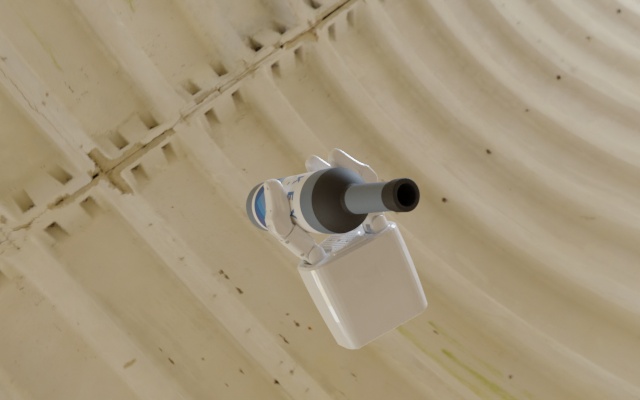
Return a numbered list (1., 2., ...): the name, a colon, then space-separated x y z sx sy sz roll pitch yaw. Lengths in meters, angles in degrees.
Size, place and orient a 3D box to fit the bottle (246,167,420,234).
1. bottle: 0.000 0.002 0.506 0.069 0.069 0.296 0 -2 -28
